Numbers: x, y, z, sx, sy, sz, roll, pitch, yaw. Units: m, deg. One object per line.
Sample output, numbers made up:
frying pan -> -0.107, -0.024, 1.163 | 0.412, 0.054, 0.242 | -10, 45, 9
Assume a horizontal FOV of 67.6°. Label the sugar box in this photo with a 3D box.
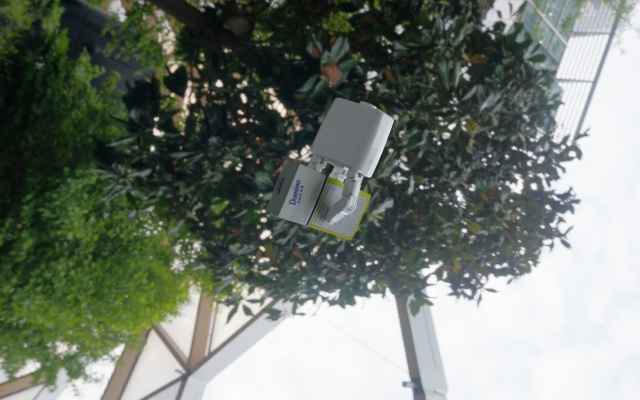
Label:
sugar box -> 0.000, 0.002, 0.816 | 0.176, 0.093, 0.048 | 22, 1, -38
